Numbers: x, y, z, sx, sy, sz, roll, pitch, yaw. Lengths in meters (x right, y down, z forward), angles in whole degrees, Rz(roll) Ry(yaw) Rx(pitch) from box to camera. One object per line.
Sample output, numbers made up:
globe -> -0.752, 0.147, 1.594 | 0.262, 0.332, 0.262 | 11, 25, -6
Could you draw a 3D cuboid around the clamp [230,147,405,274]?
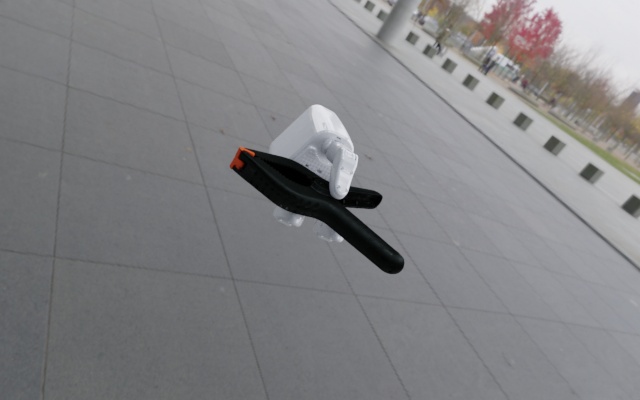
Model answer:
clamp -> 0.000, 0.001, 0.534 | 0.210, 0.036, 0.164 | 23, 23, -21
